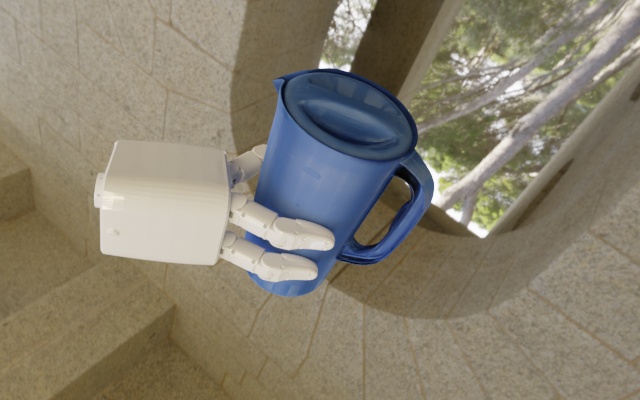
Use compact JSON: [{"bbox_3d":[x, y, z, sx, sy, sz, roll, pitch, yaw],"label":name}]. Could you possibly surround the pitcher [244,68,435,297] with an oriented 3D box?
[{"bbox_3d":[0.000,0.002,0.502,0.145,0.149,0.243,5,-44,-20],"label":"pitcher"}]
